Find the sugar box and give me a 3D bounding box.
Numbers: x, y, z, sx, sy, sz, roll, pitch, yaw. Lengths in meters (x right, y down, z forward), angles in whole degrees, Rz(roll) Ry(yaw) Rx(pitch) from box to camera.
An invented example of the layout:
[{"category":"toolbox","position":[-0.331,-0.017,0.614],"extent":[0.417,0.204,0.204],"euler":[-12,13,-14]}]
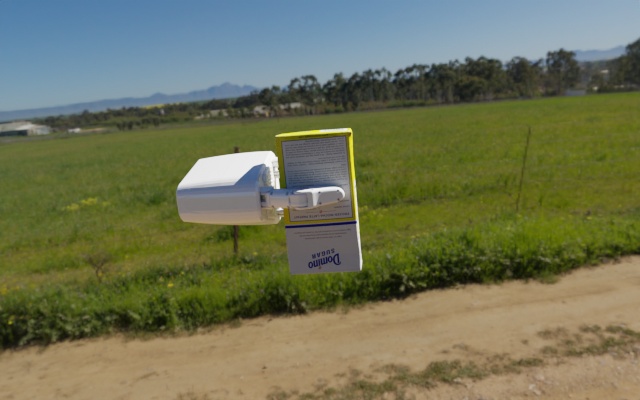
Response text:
[{"category":"sugar box","position":[0.000,0.002,0.599],"extent":[0.093,0.176,0.048],"euler":[-3,13,6]}]
